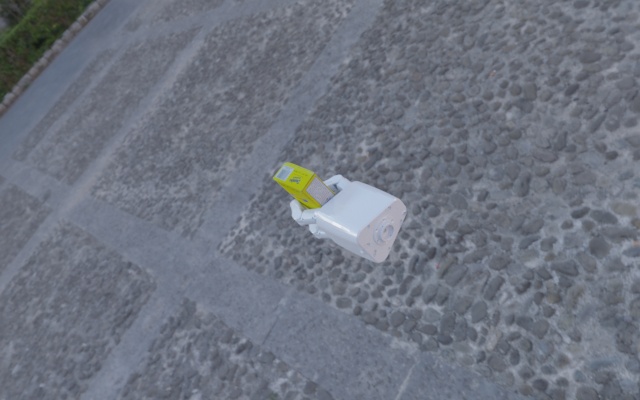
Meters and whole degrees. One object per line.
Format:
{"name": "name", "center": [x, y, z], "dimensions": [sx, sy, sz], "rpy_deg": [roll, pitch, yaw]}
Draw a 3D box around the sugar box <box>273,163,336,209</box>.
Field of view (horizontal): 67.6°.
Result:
{"name": "sugar box", "center": [0.000, 0.003, 0.882], "dimensions": [0.093, 0.048, 0.176], "rpy_deg": [25, -16, 49]}
